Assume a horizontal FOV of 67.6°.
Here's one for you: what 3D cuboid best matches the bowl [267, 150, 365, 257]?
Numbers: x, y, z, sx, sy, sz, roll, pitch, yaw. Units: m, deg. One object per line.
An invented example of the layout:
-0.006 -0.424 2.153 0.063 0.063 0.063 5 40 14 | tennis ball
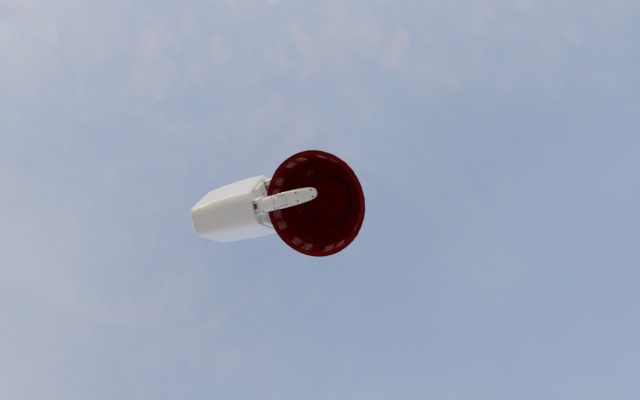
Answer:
0.002 0.002 0.736 0.162 0.162 0.055 0 7 24 | bowl
